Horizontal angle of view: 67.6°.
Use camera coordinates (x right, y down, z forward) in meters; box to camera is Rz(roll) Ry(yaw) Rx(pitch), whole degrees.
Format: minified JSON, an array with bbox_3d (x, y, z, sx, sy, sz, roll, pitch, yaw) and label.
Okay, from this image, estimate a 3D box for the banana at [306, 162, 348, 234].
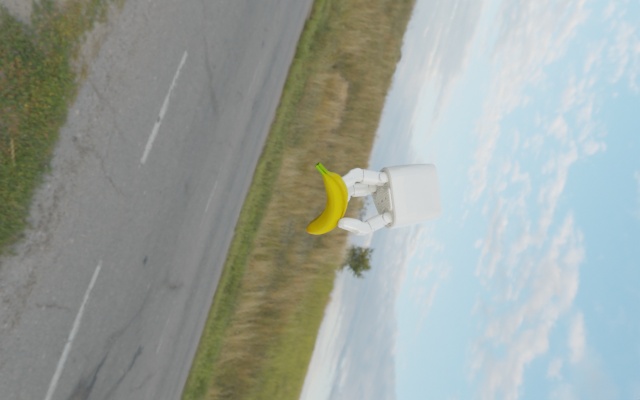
[{"bbox_3d":[0.015,0.011,0.878,0.069,0.198,0.037,37,54,21],"label":"banana"}]
